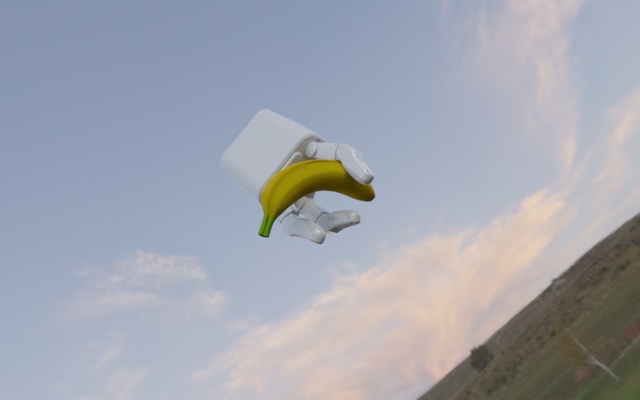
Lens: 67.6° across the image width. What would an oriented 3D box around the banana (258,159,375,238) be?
[{"bbox_3d":[-0.002,-0.015,0.560,0.037,0.070,0.198,19,25,41],"label":"banana"}]
